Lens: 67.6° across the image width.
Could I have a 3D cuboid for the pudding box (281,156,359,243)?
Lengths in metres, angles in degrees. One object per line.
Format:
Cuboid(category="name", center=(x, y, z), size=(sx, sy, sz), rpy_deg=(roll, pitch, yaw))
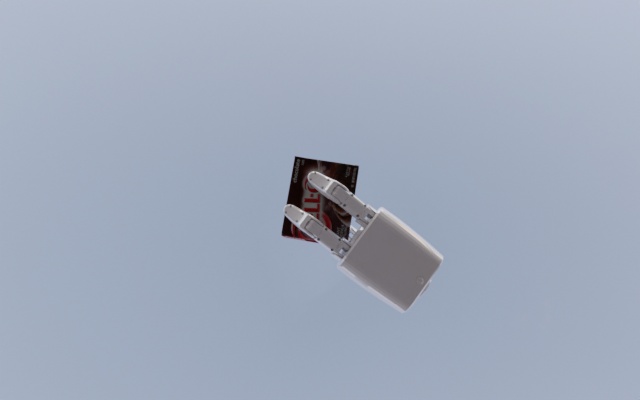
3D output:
Cuboid(category="pudding box", center=(0.000, 0.002, 0.655), size=(0.090, 0.113, 0.039), rpy_deg=(9, -9, 1))
